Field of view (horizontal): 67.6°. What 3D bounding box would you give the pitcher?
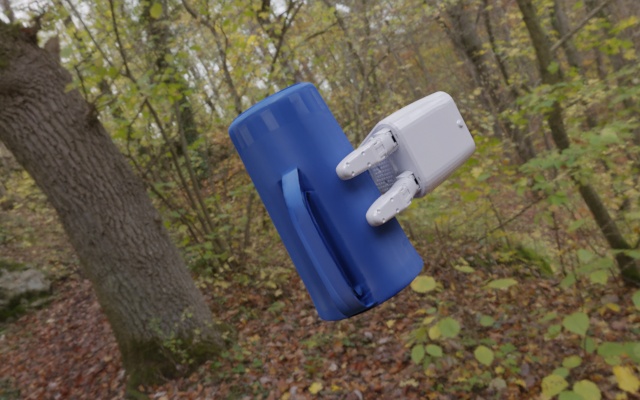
[{"bbox_3d":[0.000,0.002,0.520,0.145,0.243,0.149,-33,7,-28],"label":"pitcher"}]
